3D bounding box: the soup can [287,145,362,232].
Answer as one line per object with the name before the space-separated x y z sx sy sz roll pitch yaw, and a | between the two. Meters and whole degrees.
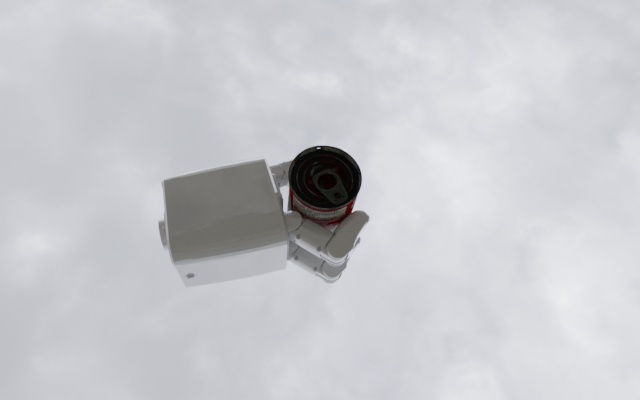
soup can | 0.001 0.002 0.478 0.068 0.068 0.102 0 -28 -6
